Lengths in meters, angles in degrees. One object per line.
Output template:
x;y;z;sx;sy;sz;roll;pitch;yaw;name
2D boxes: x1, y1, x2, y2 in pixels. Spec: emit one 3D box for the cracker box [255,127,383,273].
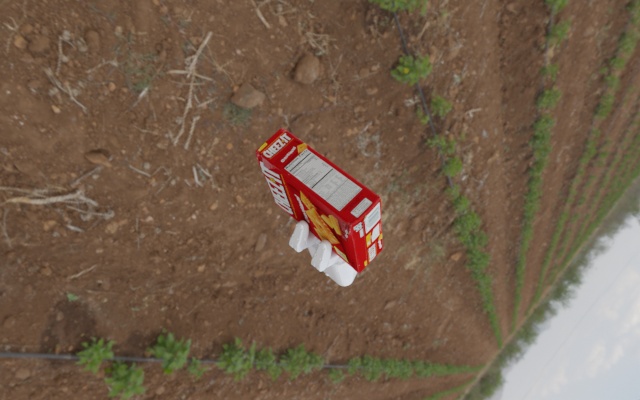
0.000;0.003;0.778;0.213;0.072;0.164;37;-20;27;cracker box
